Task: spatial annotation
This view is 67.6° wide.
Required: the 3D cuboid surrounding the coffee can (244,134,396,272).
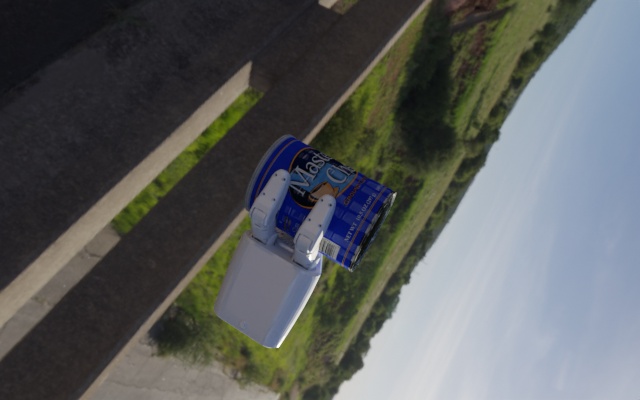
[{"bbox_3d":[0.000,0.002,0.543,0.140,0.103,0.103,29,6,12],"label":"coffee can"}]
